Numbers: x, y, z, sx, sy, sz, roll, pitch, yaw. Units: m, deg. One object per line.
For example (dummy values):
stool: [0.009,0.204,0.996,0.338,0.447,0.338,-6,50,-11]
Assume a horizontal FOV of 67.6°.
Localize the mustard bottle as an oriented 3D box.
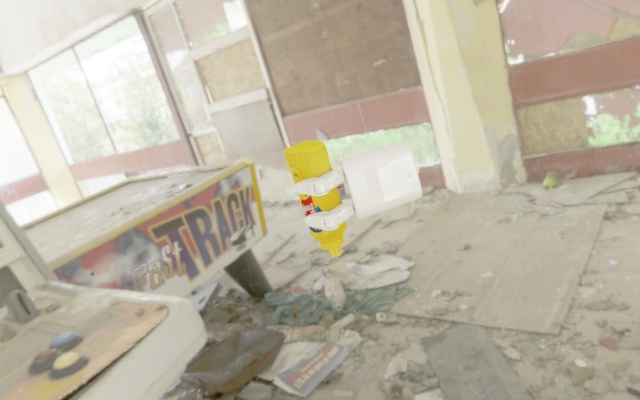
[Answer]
mustard bottle: [0.000,0.002,0.766,0.058,0.192,0.096,-24,17,-23]
